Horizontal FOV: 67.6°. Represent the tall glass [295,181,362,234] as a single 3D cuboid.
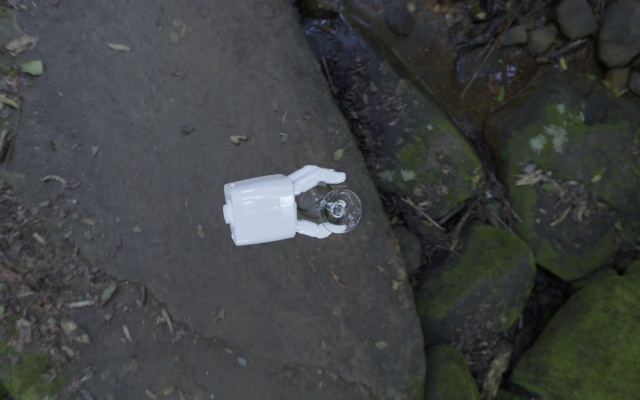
[{"bbox_3d":[0.001,0.003,0.870,0.079,0.079,0.201,0,9,-19],"label":"tall glass"}]
